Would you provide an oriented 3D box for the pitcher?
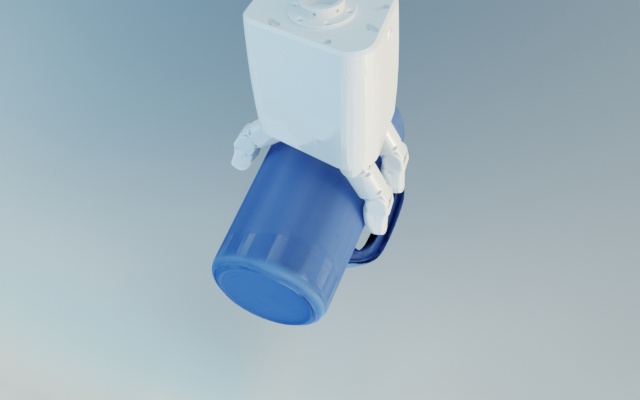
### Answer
[{"bbox_3d":[0.000,0.001,0.483,0.149,0.242,0.145,15,-37,13],"label":"pitcher"}]
